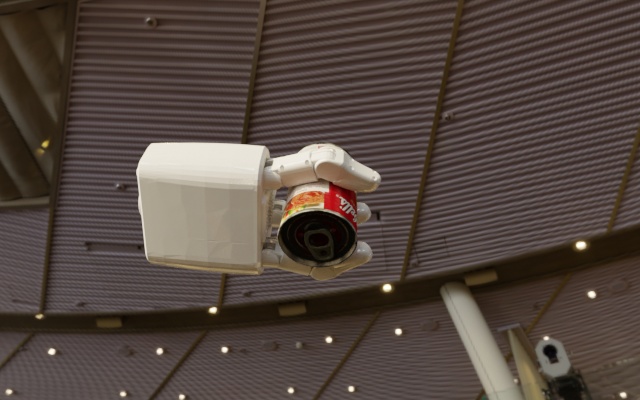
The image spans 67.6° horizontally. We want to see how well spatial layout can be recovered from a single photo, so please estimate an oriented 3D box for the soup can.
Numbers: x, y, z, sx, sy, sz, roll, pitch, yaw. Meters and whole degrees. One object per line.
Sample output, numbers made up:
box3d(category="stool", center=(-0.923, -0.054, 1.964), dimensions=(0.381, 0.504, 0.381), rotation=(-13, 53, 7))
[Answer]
box3d(category="soup can", center=(0.001, 0.001, 0.440), dimensions=(0.068, 0.069, 0.102), rotation=(0, 40, 4))
